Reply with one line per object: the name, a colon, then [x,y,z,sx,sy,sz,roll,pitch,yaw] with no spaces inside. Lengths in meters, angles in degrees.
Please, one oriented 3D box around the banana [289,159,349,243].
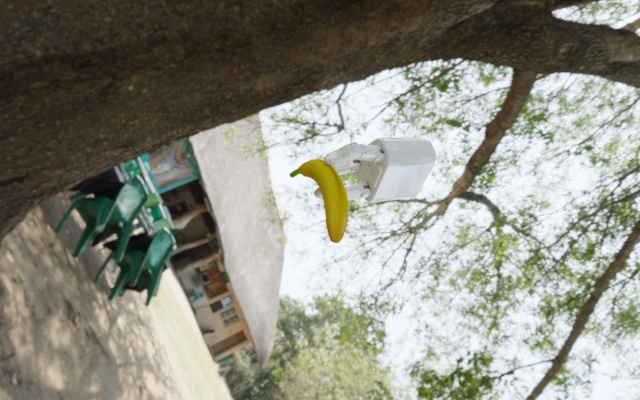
banana: [0.008,-0.014,0.750,0.037,0.070,0.197,18,24,-33]
